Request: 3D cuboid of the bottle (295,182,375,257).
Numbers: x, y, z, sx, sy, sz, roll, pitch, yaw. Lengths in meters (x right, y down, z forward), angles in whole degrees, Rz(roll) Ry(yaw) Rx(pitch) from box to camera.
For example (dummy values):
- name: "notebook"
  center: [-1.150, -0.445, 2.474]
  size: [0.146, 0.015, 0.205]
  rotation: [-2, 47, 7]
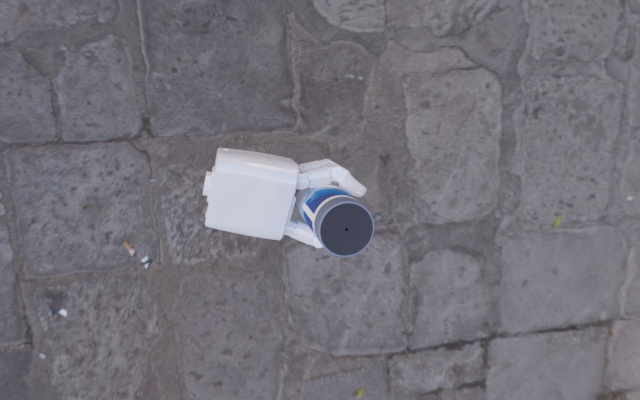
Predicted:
- name: "bottle"
  center: [0.000, 0.002, 0.681]
  size: [0.069, 0.069, 0.295]
  rotation: [0, 12, -12]
